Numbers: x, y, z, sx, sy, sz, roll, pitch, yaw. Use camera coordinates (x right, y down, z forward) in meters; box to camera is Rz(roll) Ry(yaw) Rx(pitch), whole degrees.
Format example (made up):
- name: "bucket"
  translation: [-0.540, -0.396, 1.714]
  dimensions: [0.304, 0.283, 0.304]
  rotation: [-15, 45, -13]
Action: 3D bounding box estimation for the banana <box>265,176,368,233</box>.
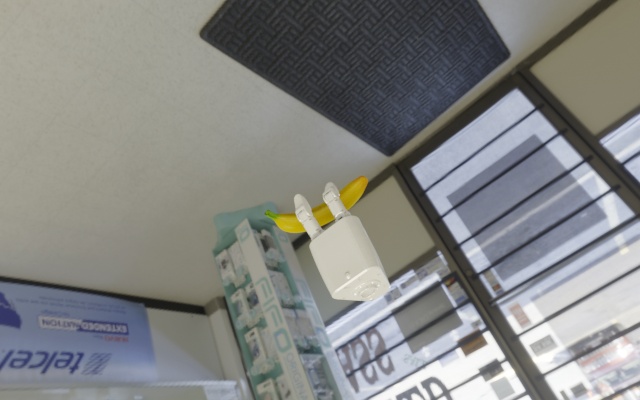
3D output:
- name: "banana"
  translation: [0.001, 0.016, 0.884]
  dimensions: [0.198, 0.037, 0.070]
  rotation: [-21, -42, -2]
